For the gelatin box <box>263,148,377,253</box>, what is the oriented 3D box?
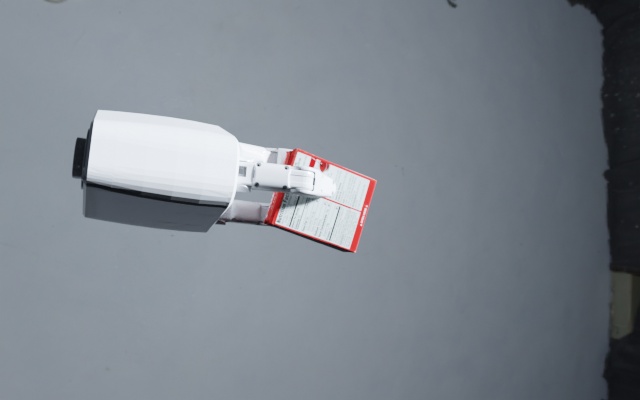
[{"bbox_3d":[0.001,0.002,0.446,0.089,0.073,0.030,20,-10,-19],"label":"gelatin box"}]
